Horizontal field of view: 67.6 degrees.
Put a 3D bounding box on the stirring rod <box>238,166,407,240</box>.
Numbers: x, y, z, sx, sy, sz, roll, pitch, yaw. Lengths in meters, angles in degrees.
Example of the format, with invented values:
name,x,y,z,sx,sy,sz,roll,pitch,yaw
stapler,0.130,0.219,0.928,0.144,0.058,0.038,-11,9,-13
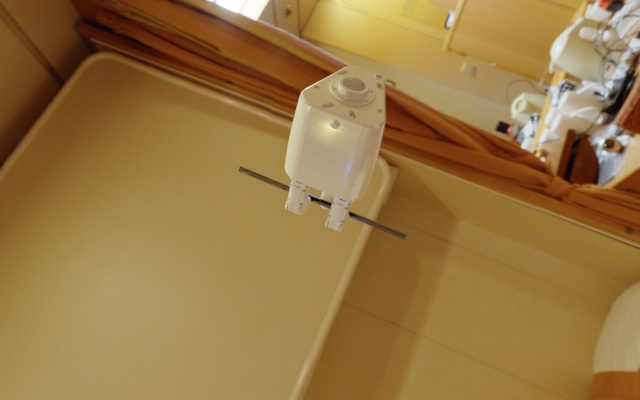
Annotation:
name,x,y,z,sx,sy,sz,roll,pitch,yaw
stirring rod,0.000,0.002,0.635,0.239,0.011,0.011,22,3,8
